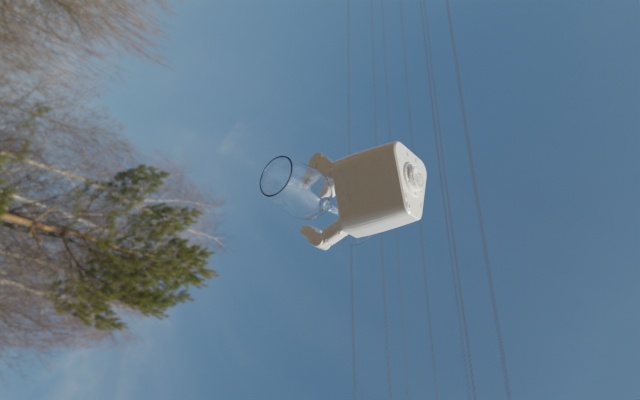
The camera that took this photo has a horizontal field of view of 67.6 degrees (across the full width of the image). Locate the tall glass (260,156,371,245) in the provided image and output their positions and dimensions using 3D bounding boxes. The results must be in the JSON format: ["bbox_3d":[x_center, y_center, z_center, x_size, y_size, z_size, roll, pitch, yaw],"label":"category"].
[{"bbox_3d":[0.000,0.003,0.725,0.079,0.079,0.201,0,-21,43],"label":"tall glass"}]
